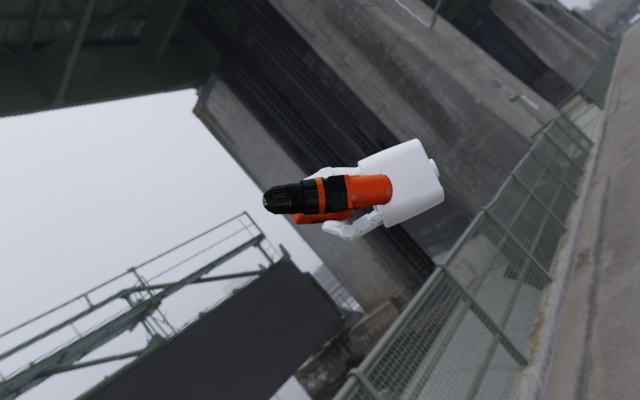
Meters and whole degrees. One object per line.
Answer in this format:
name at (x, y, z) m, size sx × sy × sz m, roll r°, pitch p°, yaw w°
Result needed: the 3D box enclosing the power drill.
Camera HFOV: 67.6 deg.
power drill at (0.000, 0.002, 0.734) m, size 0.184 × 0.057 × 0.187 m, roll -4°, pitch -5°, yaw -10°
